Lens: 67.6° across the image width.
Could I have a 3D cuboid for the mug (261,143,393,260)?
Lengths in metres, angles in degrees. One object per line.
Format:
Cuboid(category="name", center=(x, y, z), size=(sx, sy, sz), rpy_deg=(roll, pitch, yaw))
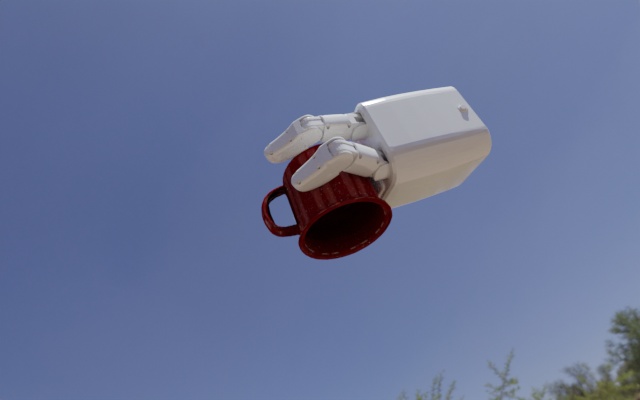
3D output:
Cuboid(category="mug", center=(-0.001, 0.002, 0.465), size=(0.117, 0.081, 0.093), rpy_deg=(-15, -36, -11))
